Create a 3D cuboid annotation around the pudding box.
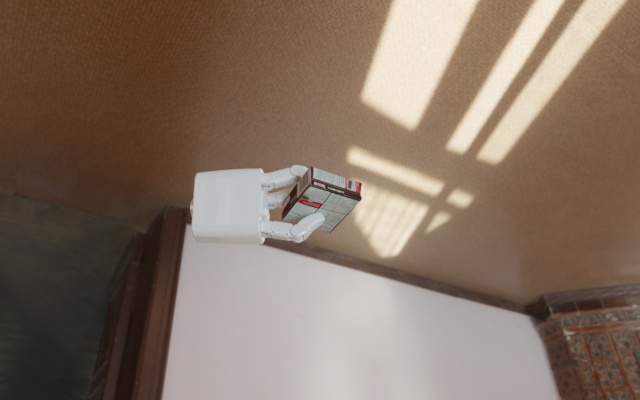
[{"bbox_3d":[0.000,0.003,0.752,0.090,0.039,0.113,16,-36,-21],"label":"pudding box"}]
